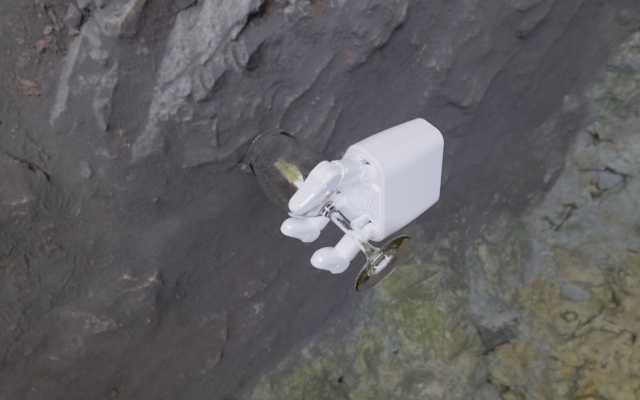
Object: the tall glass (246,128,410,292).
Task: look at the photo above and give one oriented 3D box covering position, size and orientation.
[{"bbox_3d":[0.000,0.002,0.517,0.201,0.079,0.079,44,25,28],"label":"tall glass"}]
